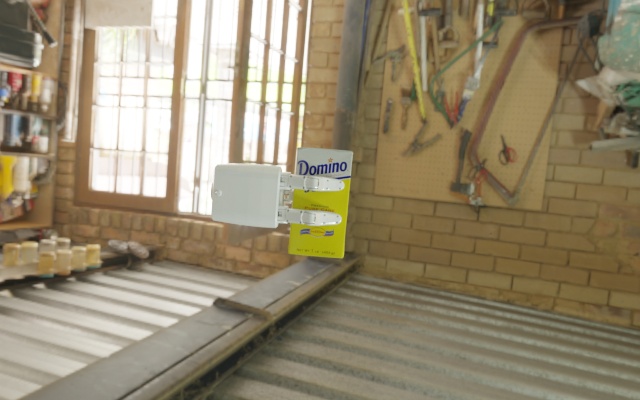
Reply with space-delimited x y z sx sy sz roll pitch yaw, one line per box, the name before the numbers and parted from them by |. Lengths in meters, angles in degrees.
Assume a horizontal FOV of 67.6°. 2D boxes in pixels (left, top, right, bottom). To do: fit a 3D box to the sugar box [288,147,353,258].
sugar box | 0.000 0.003 0.790 0.093 0.176 0.048 4 5 0
